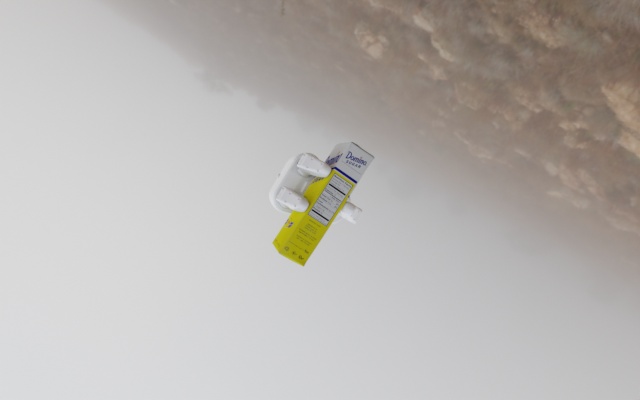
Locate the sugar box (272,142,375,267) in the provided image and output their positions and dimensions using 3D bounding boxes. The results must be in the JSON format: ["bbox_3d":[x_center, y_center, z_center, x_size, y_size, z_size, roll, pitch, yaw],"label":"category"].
[{"bbox_3d":[0.000,0.002,0.666,0.048,0.176,0.093,31,-3,-13],"label":"sugar box"}]
